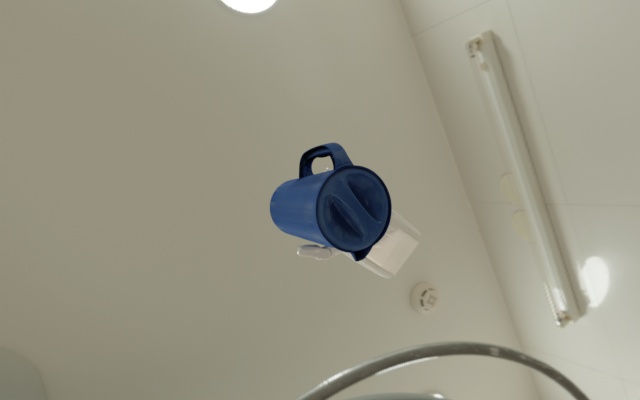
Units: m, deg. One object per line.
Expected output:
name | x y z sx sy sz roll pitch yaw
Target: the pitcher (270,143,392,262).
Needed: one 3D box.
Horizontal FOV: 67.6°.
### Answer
pitcher | 0.000 0.003 0.820 0.145 0.149 0.243 32 -14 -23
